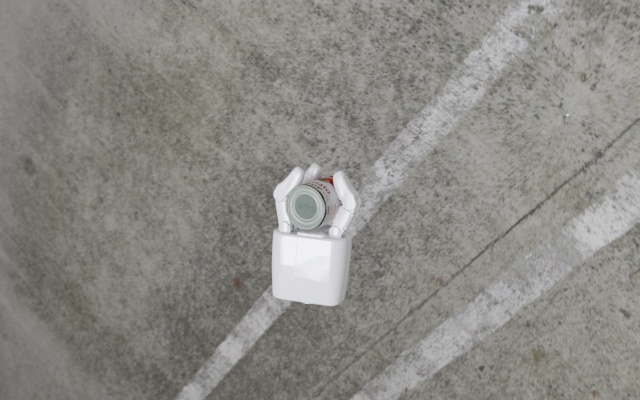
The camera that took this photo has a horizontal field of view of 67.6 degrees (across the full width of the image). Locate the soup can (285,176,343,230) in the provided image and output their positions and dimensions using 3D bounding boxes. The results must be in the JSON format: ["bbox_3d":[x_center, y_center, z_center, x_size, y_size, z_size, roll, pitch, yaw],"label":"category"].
[{"bbox_3d":[0.000,0.002,0.713,0.068,0.068,0.102,0,9,27],"label":"soup can"}]
